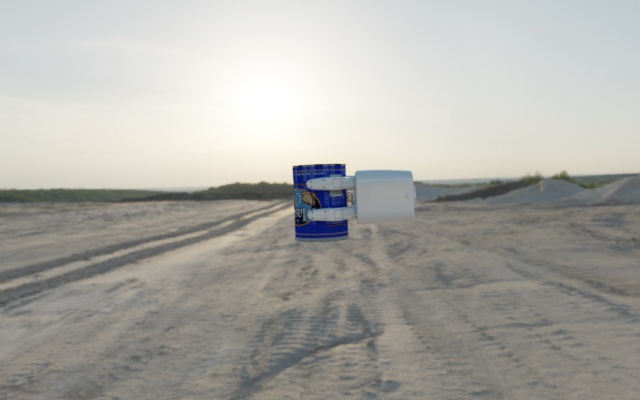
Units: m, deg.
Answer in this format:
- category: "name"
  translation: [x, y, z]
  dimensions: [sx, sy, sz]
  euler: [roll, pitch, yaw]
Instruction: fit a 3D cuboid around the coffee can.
- category: "coffee can"
  translation: [0.000, 0.003, 0.899]
  dimensions: [0.103, 0.140, 0.103]
  euler: [-2, 2, 0]
